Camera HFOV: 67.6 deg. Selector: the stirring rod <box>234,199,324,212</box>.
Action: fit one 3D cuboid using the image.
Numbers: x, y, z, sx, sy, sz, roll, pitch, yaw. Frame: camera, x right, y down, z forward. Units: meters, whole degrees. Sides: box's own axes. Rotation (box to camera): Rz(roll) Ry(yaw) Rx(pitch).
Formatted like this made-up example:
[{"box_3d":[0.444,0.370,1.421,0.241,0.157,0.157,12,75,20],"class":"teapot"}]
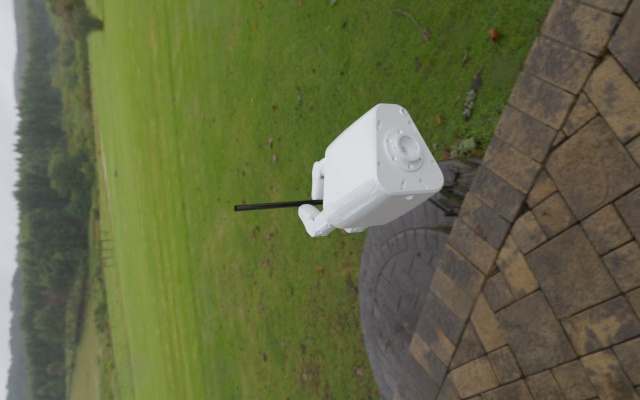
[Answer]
[{"box_3d":[0.000,0.002,0.644,0.239,0.011,0.011,-4,2,-30],"class":"stirring rod"}]
